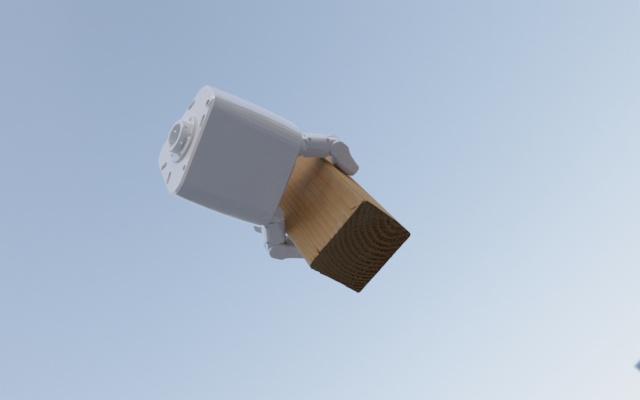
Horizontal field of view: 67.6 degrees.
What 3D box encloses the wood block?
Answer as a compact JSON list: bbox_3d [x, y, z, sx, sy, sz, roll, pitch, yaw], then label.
[{"bbox_3d":[0.000,0.001,0.573,0.090,0.091,0.206,34,10,-39],"label":"wood block"}]
